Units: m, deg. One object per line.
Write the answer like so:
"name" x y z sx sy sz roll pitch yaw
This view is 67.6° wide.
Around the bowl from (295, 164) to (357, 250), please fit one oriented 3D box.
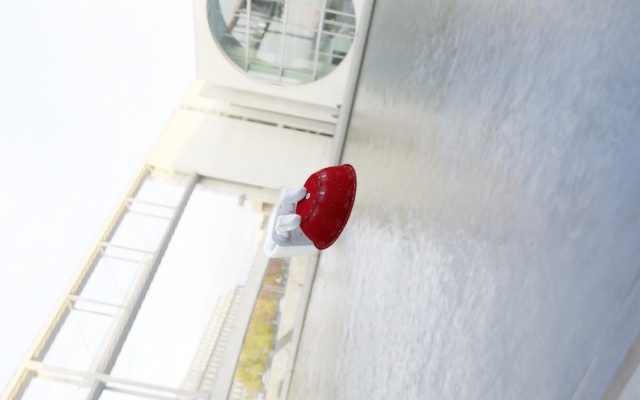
"bowl" 0.000 0.002 0.837 0.055 0.162 0.162 20 -8 -21
